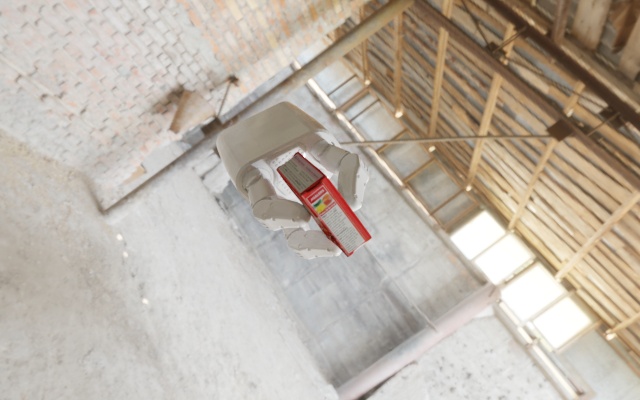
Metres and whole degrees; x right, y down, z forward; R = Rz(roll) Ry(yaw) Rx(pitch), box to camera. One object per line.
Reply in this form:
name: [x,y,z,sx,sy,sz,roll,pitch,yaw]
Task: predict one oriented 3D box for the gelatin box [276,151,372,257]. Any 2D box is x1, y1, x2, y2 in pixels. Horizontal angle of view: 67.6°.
gelatin box: [0.001,0.001,0.423,0.030,0.073,0.089,-39,26,-4]
